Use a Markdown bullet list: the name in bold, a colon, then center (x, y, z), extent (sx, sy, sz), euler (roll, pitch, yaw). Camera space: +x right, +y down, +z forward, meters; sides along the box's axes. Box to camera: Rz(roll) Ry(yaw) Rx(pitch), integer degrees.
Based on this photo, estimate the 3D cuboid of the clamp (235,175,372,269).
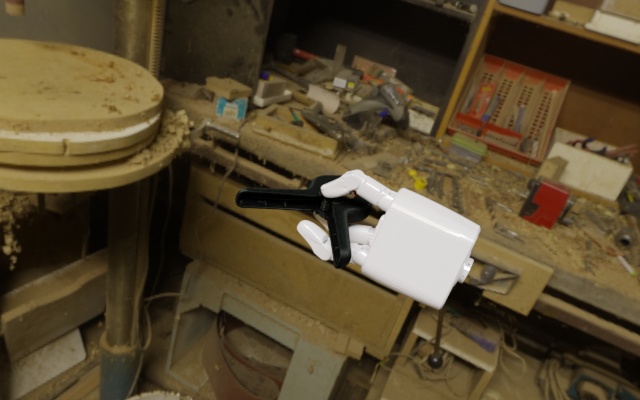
- **clamp**: center (0.001, 0.001, 0.635), extent (0.164, 0.036, 0.210), euler (28, 30, 14)
